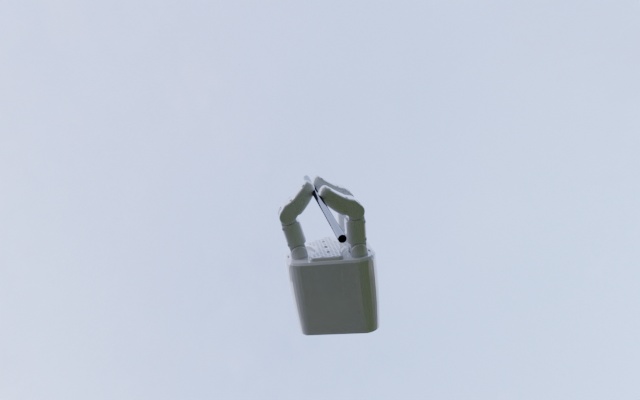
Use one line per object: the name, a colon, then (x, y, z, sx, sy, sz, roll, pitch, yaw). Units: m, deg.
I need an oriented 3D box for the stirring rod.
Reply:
stirring rod: (0.000, 0.002, 0.540, 0.011, 0.011, 0.239, 0, 16, -10)
